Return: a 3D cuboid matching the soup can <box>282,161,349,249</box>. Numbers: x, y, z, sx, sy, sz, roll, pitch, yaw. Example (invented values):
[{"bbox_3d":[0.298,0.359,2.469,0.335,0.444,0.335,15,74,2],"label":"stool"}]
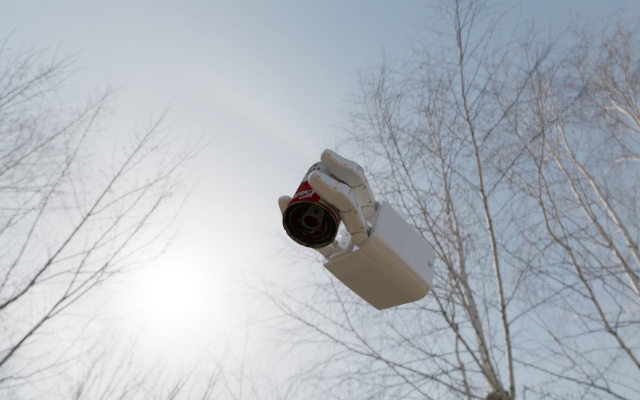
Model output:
[{"bbox_3d":[0.000,0.002,0.597,0.068,0.068,0.102,0,33,18],"label":"soup can"}]
